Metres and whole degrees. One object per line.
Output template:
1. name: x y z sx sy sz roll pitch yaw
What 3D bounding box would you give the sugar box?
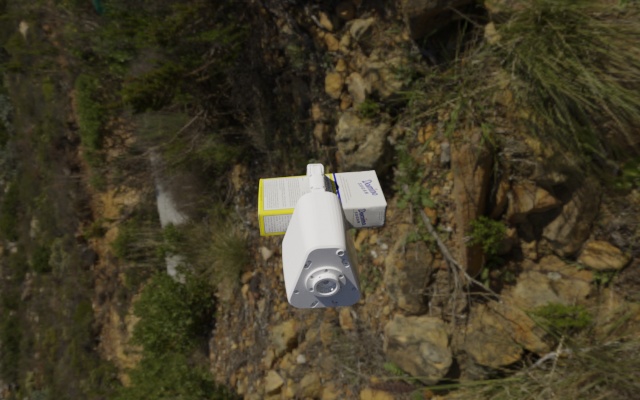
1. sugar box: 0.000 0.003 0.690 0.176 0.048 0.093 -2 36 -5
